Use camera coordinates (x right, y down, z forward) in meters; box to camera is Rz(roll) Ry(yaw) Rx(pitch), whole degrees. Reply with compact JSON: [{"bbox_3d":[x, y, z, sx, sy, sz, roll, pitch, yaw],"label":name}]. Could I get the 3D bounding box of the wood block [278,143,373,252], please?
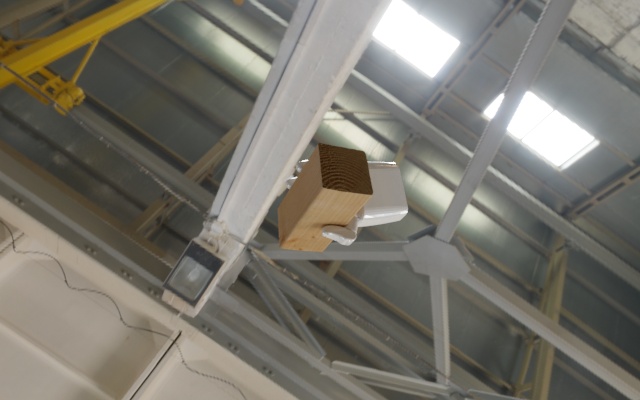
[{"bbox_3d":[0.000,0.003,0.837,0.090,0.090,0.206,8,-35,-22],"label":"wood block"}]
